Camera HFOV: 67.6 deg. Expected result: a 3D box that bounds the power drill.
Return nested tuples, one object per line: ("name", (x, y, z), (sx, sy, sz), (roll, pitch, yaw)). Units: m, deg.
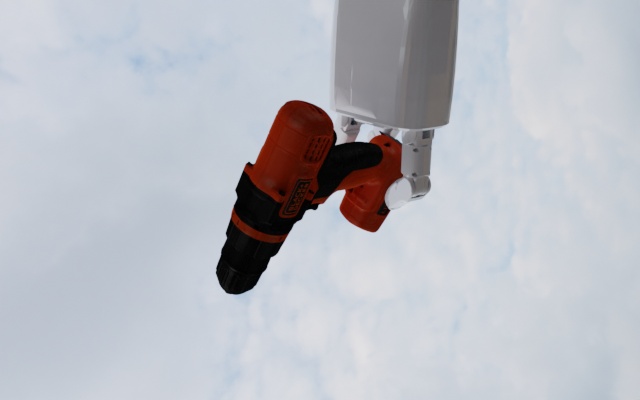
("power drill", (0.000, 0.001, 0.447), (0.057, 0.184, 0.187), (42, 28, 28))
